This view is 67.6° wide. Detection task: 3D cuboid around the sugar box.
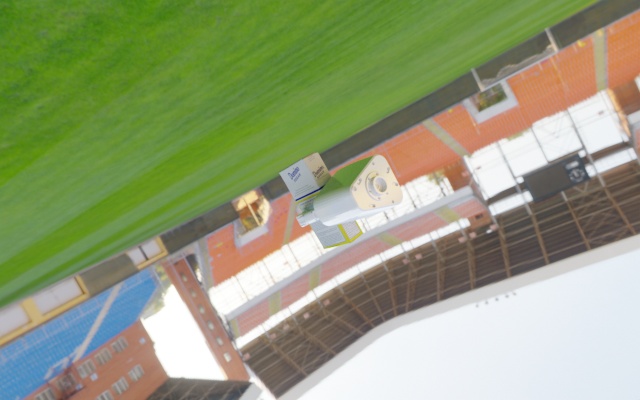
[{"bbox_3d":[0.001,0.003,0.898,0.048,0.176,0.093,-30,5,-36],"label":"sugar box"}]
